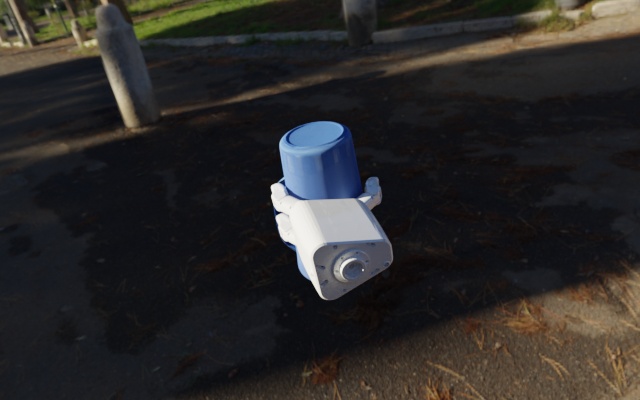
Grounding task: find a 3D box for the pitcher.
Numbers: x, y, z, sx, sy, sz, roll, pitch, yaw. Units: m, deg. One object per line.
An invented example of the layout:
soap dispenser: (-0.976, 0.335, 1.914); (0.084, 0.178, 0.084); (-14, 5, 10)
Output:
pitcher: (0.000, 0.003, 0.766); (0.149, 0.243, 0.145); (-15, 32, -7)
